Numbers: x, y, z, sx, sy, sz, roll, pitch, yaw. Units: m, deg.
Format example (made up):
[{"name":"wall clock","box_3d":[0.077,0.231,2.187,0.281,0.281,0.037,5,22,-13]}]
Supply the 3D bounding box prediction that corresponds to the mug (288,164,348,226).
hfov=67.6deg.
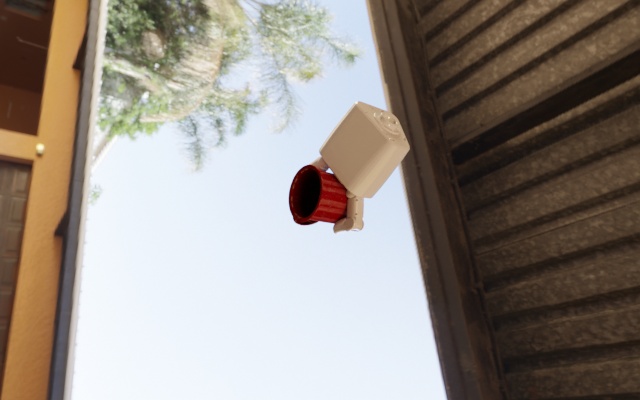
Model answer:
[{"name":"mug","box_3d":[0.000,0.004,0.787,0.081,0.093,0.117,11,-50,-36]}]
